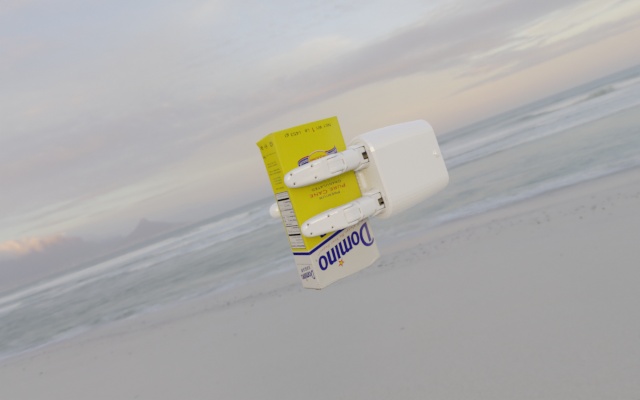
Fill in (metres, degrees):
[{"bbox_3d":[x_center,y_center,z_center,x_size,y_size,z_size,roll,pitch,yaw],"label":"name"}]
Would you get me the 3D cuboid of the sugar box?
[{"bbox_3d":[0.000,0.002,0.541,0.093,0.176,0.048,-21,3,-32],"label":"sugar box"}]
